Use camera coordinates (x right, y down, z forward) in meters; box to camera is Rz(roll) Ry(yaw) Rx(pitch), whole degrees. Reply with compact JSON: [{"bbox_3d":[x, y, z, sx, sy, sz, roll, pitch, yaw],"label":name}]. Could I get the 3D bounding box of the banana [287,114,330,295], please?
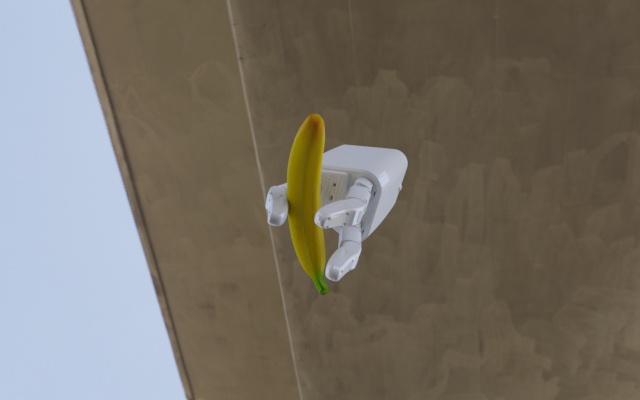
[{"bbox_3d":[-0.011,0.001,0.526,0.037,0.198,0.069,-17,22,-33],"label":"banana"}]
